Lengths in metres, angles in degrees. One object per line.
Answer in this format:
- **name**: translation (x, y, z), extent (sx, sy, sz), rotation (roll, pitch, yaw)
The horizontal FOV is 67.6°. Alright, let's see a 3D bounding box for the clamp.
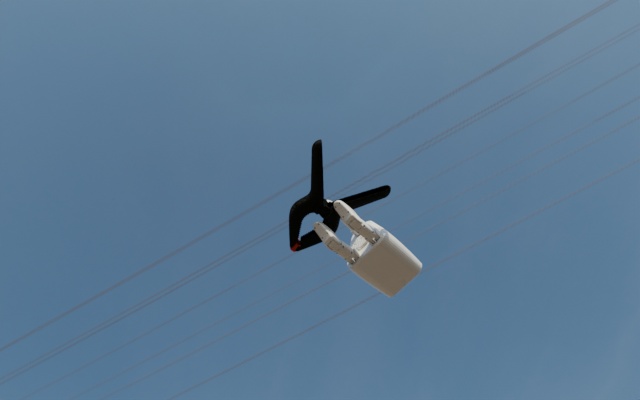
- **clamp**: translation (0.000, 0.003, 0.865), extent (0.164, 0.210, 0.036), rotation (40, 16, -16)
